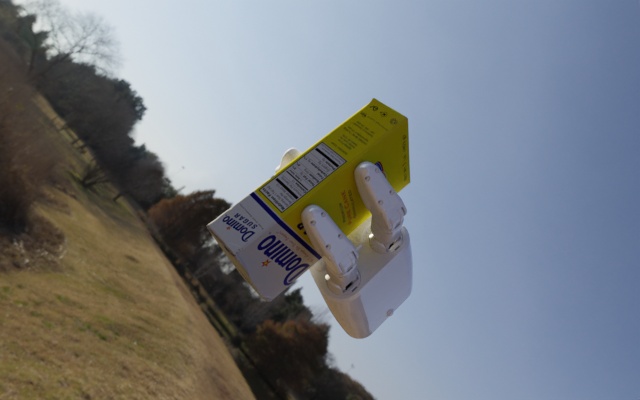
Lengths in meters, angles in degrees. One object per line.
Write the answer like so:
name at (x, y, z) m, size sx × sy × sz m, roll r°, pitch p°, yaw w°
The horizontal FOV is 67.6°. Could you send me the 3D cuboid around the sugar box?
sugar box at (0.001, 0.002, 0.403) m, size 0.048 × 0.176 × 0.093 m, roll 39°, pitch -18°, yaw 31°
